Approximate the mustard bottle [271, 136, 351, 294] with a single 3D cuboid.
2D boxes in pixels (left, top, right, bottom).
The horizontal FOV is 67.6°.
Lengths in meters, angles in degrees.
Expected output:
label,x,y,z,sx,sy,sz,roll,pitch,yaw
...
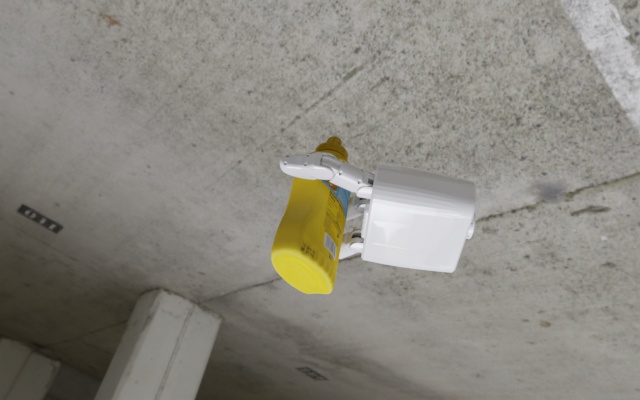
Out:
label,x,y,z,sx,sy,sz,roll,pitch,yaw
mustard bottle,0.000,0.002,0.546,0.058,0.191,0.096,-5,-38,26
